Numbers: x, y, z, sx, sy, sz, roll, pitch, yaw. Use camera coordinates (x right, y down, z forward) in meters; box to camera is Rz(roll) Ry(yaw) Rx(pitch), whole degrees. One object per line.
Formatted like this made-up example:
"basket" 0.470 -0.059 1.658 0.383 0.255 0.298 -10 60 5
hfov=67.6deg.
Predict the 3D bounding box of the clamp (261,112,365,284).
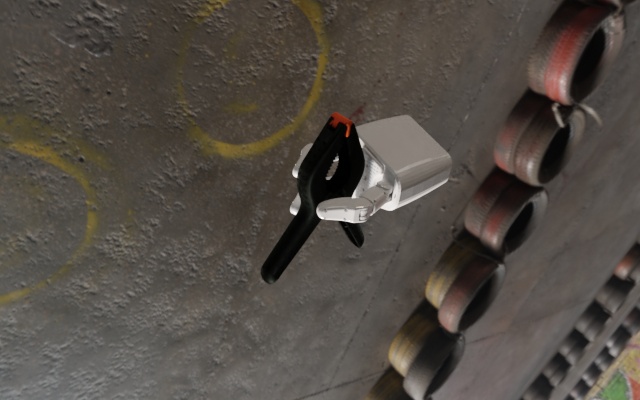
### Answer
"clamp" 0.001 0.002 0.564 0.164 0.210 0.036 -24 44 -34
